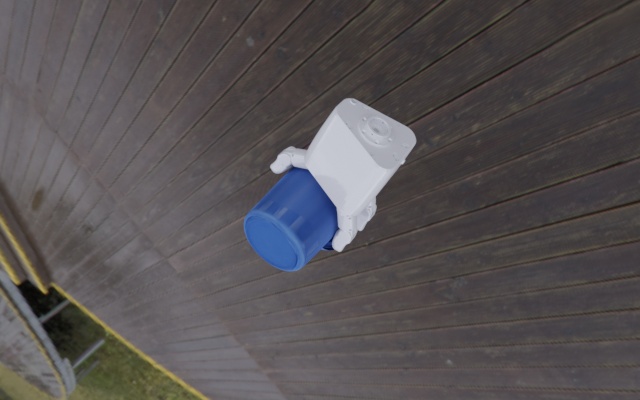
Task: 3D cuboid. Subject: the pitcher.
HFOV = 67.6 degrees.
[{"bbox_3d":[0.000,0.002,0.740,0.242,0.149,0.145,-46,-3,-38],"label":"pitcher"}]
